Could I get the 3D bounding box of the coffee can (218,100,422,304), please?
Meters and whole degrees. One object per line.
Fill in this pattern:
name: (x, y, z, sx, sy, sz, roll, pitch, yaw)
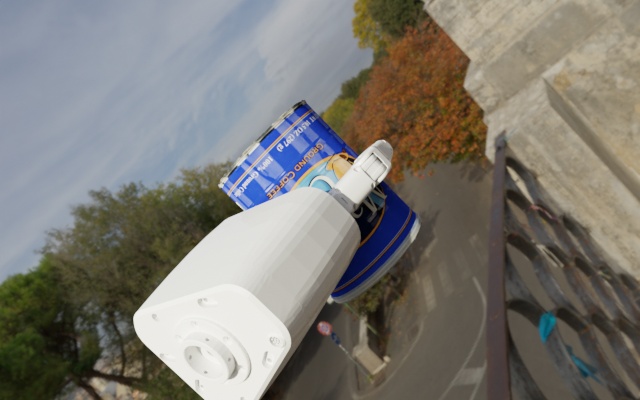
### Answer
coffee can: (0.000, 0.001, 0.405, 0.103, 0.140, 0.103, -45, 5, 5)
